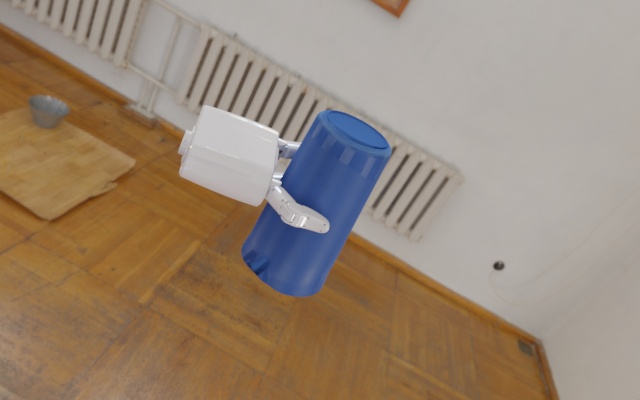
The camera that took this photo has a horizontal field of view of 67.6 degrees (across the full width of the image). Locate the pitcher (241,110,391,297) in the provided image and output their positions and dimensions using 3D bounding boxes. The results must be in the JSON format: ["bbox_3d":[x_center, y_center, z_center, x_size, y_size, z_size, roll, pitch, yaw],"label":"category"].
[{"bbox_3d":[0.000,0.002,0.666,0.145,0.243,0.149,20,27,-18],"label":"pitcher"}]
